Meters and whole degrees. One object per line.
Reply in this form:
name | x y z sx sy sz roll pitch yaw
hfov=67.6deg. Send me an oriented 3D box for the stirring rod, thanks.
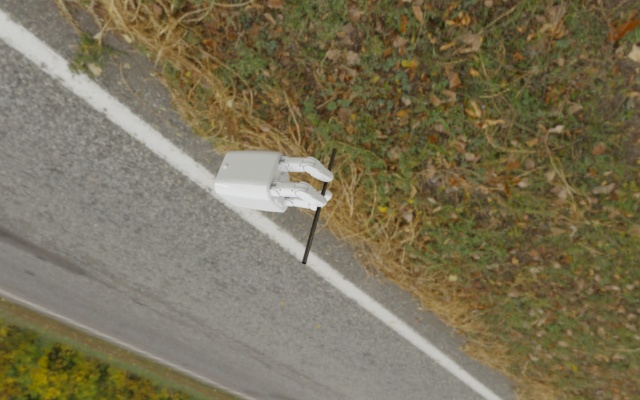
stirring rod | 0.000 0.003 0.837 0.011 0.239 0.011 11 -32 7
